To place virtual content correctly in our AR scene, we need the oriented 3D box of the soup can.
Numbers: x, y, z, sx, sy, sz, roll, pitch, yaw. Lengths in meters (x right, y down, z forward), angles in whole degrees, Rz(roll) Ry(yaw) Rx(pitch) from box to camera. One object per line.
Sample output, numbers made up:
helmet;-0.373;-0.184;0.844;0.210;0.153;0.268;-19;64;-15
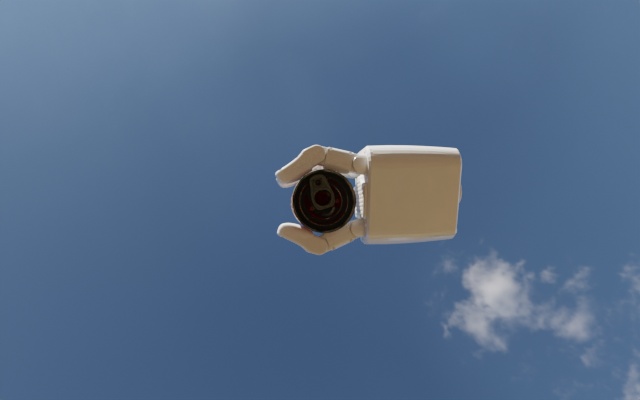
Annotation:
soup can;0.000;0.002;0.551;0.068;0.068;0.102;0;-1;-5
